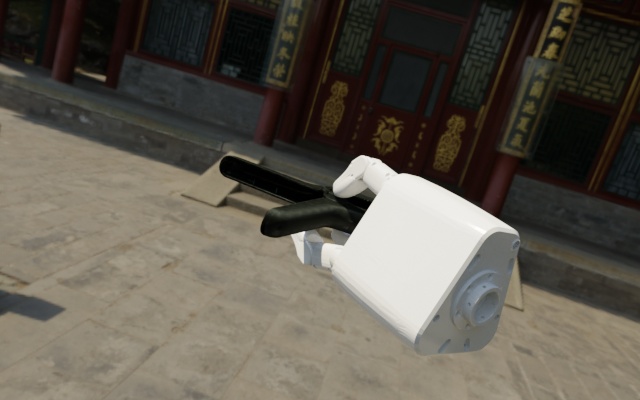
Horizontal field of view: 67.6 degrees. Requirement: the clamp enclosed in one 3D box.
[{"bbox_3d":[0.001,0.001,0.504,0.210,0.036,0.164,9,20,-36],"label":"clamp"}]
